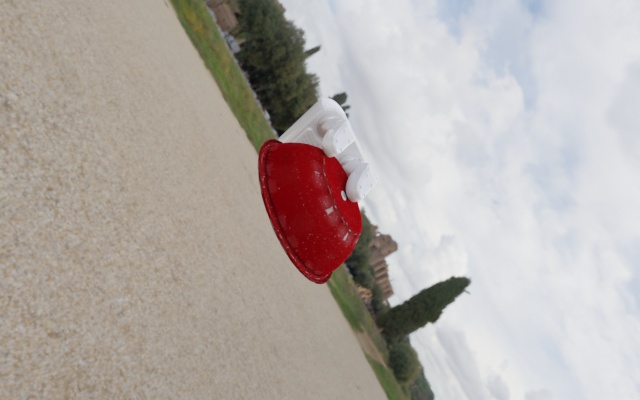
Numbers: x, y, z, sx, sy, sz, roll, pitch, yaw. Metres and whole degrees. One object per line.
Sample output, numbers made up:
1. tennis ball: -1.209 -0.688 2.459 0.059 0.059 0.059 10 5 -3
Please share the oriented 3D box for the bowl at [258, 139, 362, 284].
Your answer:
1. bowl: 0.000 0.002 0.497 0.055 0.162 0.162 -21 -7 18
